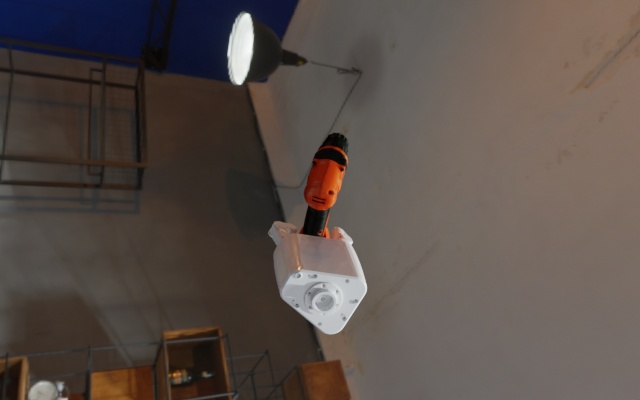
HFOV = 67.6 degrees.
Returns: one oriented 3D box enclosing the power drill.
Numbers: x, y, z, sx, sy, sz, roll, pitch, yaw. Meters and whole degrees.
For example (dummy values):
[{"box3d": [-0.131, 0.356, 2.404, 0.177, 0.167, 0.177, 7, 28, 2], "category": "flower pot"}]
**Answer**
[{"box3d": [0.000, 0.003, 0.756, 0.057, 0.188, 0.184, 14, 35, 5], "category": "power drill"}]
